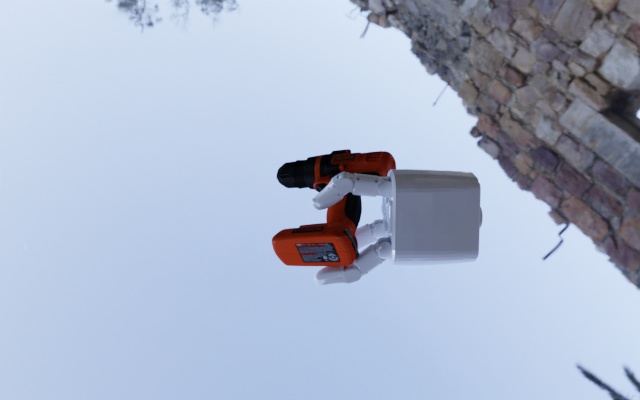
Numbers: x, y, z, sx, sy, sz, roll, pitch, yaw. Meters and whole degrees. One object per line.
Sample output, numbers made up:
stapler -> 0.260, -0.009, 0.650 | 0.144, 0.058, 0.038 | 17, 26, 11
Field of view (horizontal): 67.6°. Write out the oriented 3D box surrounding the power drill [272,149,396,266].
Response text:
power drill -> 0.000, 0.002, 0.650 | 0.184, 0.057, 0.187 | -5, 42, 26
